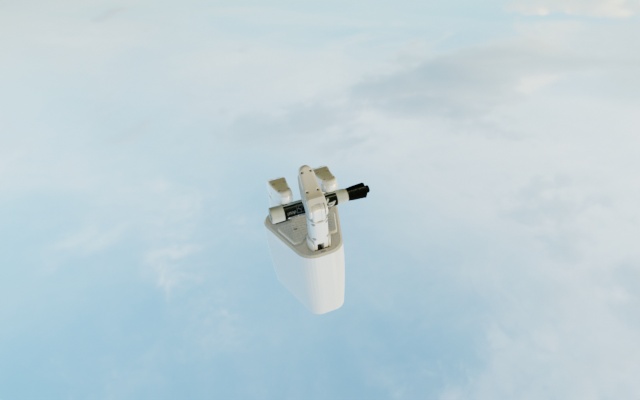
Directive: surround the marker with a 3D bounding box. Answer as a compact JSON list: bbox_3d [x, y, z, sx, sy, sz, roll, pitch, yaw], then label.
[{"bbox_3d":[0.000,0.002,0.552,0.121,0.020,0.020,-16,4,-13],"label":"marker"}]
